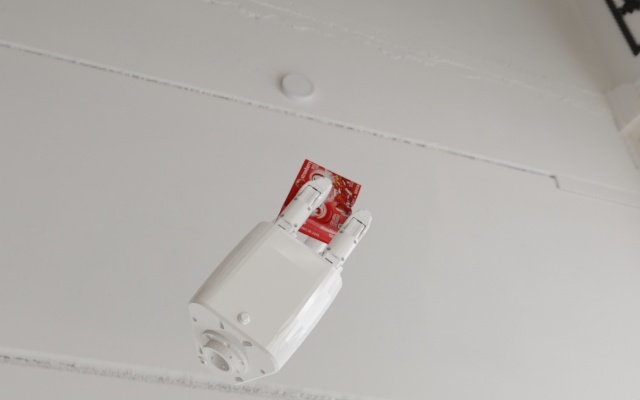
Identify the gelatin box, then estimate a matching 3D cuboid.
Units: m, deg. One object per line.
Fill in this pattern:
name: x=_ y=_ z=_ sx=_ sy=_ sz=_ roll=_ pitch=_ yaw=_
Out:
gelatin box: x=0.000 y=0.002 z=0.530 sx=0.073 sy=0.030 sz=0.089 roll=25 pitch=42 yaw=-2
